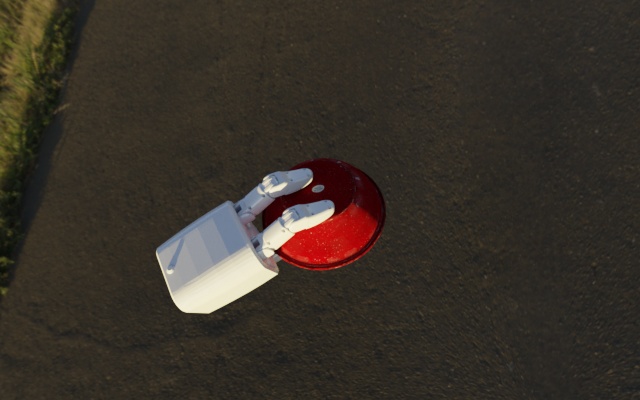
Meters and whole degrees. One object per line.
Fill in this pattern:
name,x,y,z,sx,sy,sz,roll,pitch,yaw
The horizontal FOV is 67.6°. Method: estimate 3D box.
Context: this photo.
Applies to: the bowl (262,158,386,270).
bowl,0.001,0.001,0.595,0.162,0.162,0.055,0,-33,9
